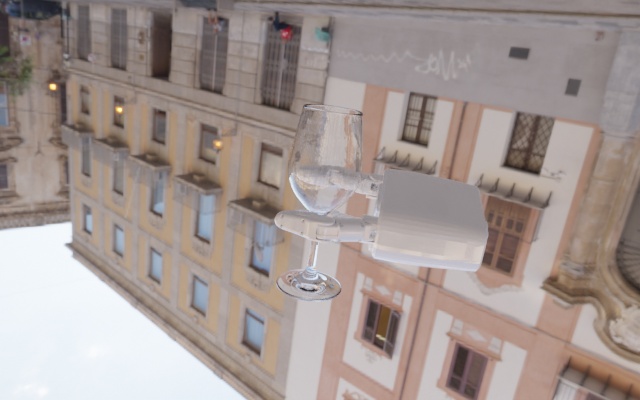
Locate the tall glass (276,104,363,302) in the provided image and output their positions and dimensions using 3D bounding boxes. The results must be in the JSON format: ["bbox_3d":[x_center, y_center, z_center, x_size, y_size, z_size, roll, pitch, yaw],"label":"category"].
[{"bbox_3d":[0.000,0.002,0.512,0.079,0.201,0.079,7,17,-2],"label":"tall glass"}]
